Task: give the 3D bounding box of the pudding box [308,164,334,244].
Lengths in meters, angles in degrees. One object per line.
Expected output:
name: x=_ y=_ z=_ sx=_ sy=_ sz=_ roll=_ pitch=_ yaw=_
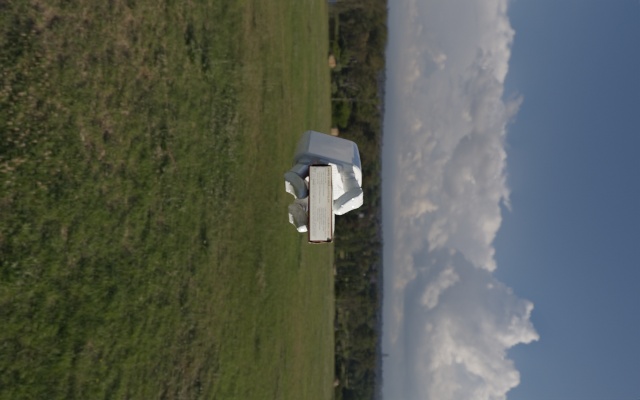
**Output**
pudding box: x=0.000 y=0.002 z=0.709 sx=0.039 sy=0.113 sz=0.090 roll=-2 pitch=3 yaw=2
